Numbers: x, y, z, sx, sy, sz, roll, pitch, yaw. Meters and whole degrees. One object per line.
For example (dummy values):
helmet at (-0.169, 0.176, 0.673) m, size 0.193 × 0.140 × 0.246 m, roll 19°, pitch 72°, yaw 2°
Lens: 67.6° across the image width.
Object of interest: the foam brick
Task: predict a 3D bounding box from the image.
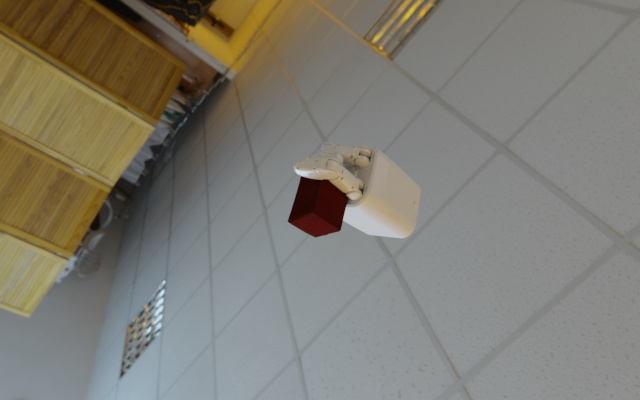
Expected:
foam brick at (0.000, 0.002, 0.636) m, size 0.051 × 0.078 × 0.053 m, roll 36°, pitch -36°, yaw -31°
